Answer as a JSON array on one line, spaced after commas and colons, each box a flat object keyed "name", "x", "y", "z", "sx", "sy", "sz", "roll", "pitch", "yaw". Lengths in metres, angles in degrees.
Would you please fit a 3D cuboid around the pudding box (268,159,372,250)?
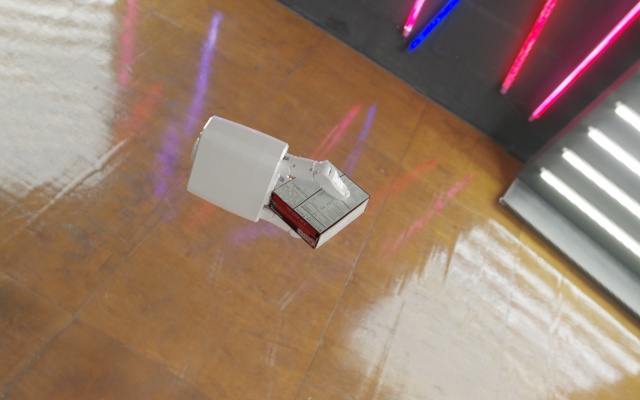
[{"name": "pudding box", "x": 0.000, "y": 0.002, "z": 0.645, "sx": 0.113, "sy": 0.090, "sz": 0.039, "roll": -35, "pitch": -21, "yaw": -36}]
